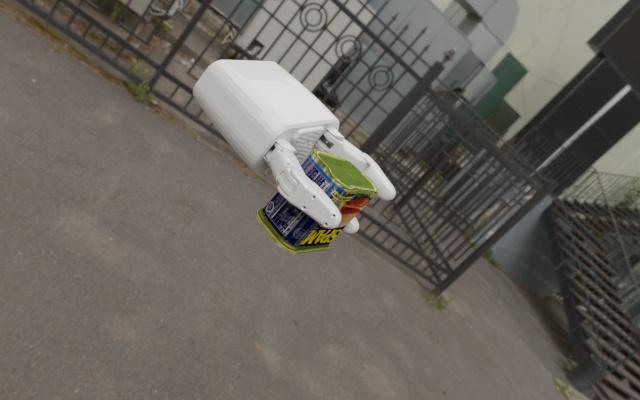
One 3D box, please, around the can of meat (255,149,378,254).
[{"bbox_3d":[0.000,0.001,0.466,0.057,0.084,0.102,48,18,20],"label":"can of meat"}]
